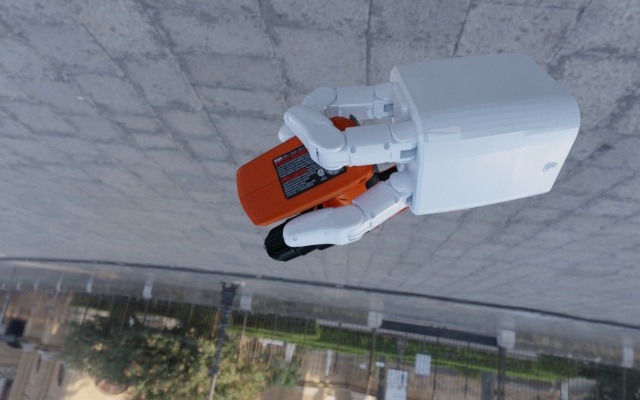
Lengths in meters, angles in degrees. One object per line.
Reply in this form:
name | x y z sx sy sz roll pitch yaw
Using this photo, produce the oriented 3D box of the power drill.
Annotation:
power drill | 0.000 0.001 0.438 0.184 0.057 0.188 -28 -18 12
